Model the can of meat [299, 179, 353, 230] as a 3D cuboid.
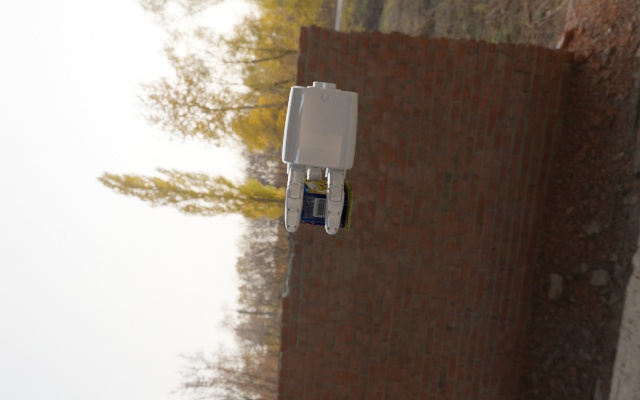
[{"bbox_3d":[0.000,0.002,0.703,0.084,0.057,0.102,6,15,-3],"label":"can of meat"}]
